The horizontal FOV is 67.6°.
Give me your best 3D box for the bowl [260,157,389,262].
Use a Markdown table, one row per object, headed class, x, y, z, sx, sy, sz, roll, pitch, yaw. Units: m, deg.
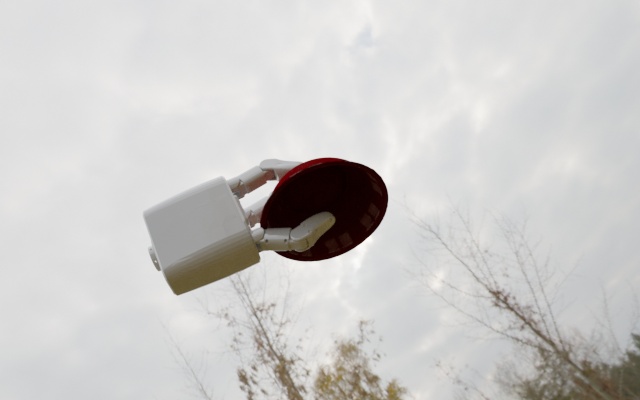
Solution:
| class | x | y | z | sx | sy | sz | roll | pitch | yaw |
| --- | --- | --- | --- | --- | --- | --- | --- | --- | --- |
| bowl | 0.001 | 0.002 | 0.594 | 0.162 | 0.162 | 0.055 | 0 | 40 | -21 |
